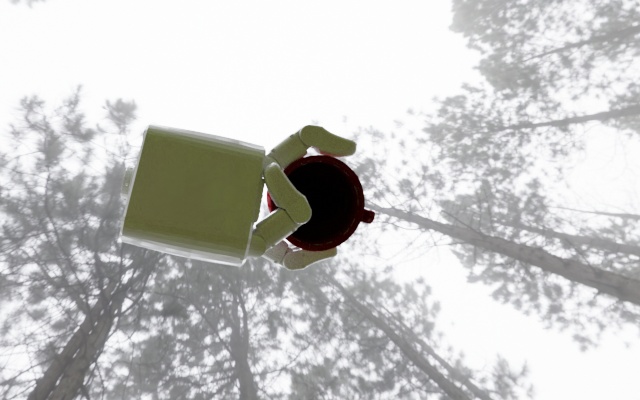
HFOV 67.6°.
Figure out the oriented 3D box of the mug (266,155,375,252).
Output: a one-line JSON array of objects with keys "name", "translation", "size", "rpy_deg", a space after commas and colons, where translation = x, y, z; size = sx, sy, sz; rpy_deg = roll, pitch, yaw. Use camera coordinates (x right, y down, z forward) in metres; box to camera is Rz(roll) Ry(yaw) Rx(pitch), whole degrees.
[{"name": "mug", "translation": [0.001, 0.002, 0.496], "size": [0.117, 0.093, 0.081], "rpy_deg": [13, 3, -15]}]
